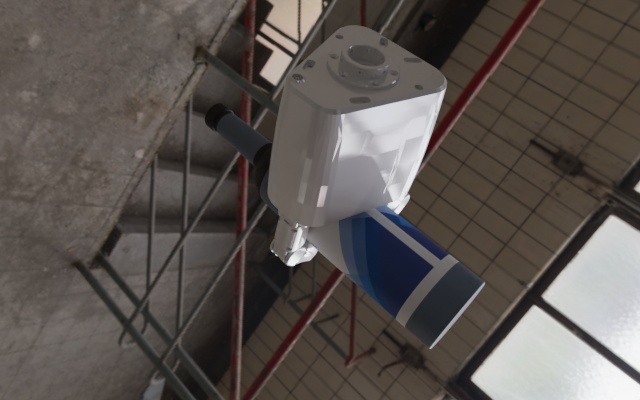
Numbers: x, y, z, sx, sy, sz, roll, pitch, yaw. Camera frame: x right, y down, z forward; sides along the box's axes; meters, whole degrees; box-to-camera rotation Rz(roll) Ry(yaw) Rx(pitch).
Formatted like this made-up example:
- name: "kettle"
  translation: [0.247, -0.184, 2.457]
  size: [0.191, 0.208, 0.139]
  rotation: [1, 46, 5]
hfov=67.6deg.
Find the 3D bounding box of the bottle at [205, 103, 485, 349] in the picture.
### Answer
- name: "bottle"
  translation: [0.000, 0.002, 0.420]
  size: [0.295, 0.069, 0.069]
  rotation: [40, 17, 22]
